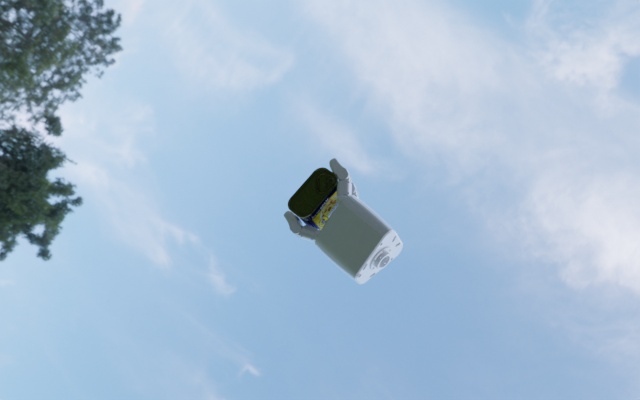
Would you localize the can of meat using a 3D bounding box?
[{"bbox_3d":[0.000,0.003,0.889,0.057,0.102,0.084,36,-8,34],"label":"can of meat"}]
